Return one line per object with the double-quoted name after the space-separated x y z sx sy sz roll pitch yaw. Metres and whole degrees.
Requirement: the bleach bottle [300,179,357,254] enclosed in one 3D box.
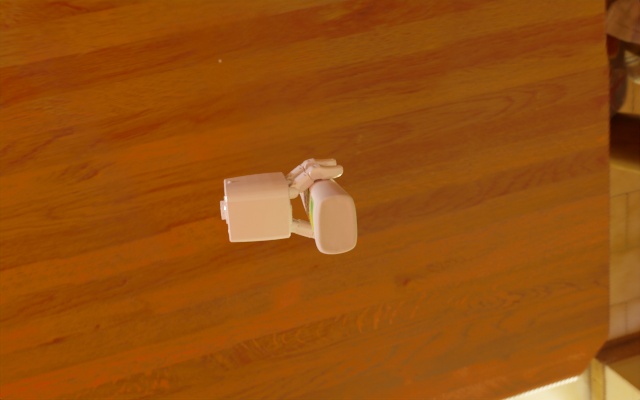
0.000 0.003 0.861 0.068 0.102 0.250 -6 17 -10 "bleach bottle"
